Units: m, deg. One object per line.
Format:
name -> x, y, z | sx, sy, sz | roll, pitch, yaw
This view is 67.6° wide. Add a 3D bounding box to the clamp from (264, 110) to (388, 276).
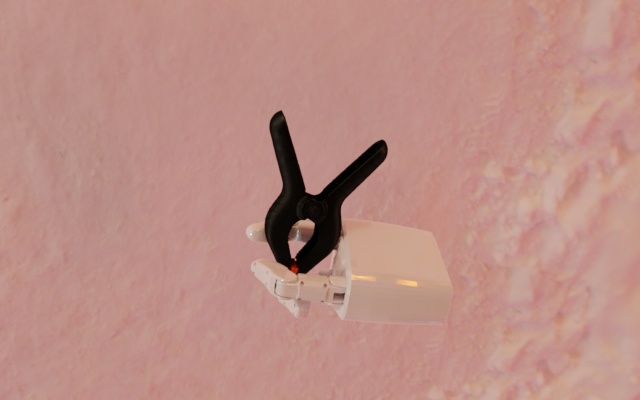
clamp -> 0.000, 0.002, 0.481 | 0.120, 0.171, 0.039 | 7, 17, -7
